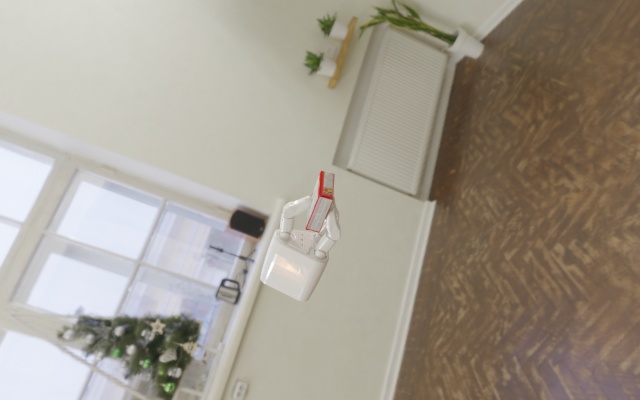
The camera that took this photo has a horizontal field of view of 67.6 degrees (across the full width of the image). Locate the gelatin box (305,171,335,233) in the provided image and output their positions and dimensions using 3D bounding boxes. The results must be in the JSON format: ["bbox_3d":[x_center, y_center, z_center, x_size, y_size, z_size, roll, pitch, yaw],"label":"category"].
[{"bbox_3d":[0.000,0.002,0.870,0.030,0.089,0.073,15,39,-8],"label":"gelatin box"}]
